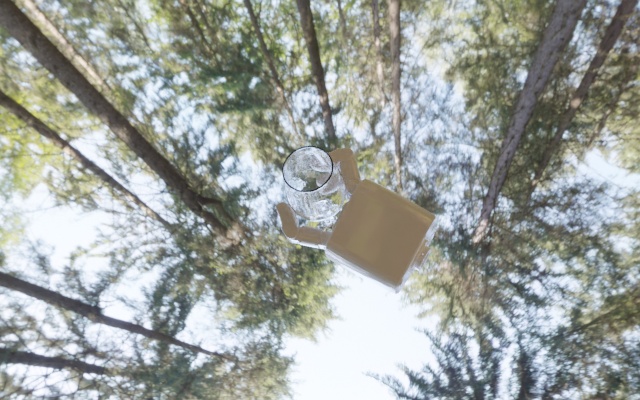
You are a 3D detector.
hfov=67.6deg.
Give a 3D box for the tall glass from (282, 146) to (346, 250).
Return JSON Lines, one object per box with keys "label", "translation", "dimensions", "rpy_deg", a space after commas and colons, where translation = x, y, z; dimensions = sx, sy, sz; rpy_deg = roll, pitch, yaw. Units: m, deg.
{"label": "tall glass", "translation": [0.000, 0.002, 0.650], "dimensions": [0.079, 0.079, 0.201], "rpy_deg": [0, -24, 10]}
